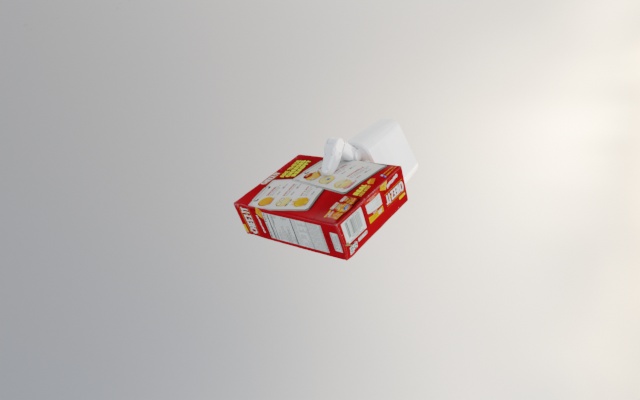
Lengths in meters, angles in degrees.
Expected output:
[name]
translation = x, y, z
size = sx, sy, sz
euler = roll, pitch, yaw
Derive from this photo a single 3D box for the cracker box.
[cracker box]
translation = 0.000, 0.002, 0.738
size = 0.213, 0.072, 0.164
euler = 10, 38, 41
